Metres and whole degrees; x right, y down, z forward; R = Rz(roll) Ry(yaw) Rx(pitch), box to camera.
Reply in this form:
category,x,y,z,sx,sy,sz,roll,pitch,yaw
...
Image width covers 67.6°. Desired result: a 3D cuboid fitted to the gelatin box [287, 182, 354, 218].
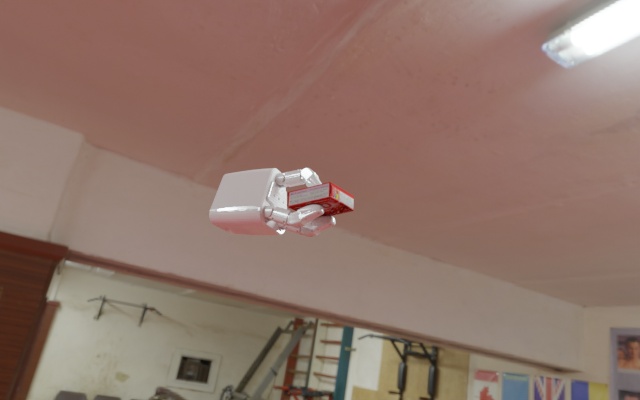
category,x,y,z,sx,sy,sz,roll,pitch,yaw
gelatin box,0.000,0.002,0.793,0.089,0.030,0.073,-13,-26,32
